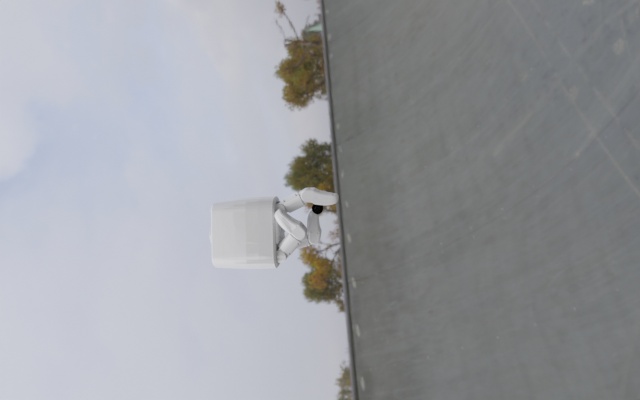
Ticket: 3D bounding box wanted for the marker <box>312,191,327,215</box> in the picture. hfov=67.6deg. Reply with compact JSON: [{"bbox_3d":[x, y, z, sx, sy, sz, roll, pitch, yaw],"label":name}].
[{"bbox_3d":[0.000,0.003,0.824,0.020,0.020,0.121,0,12,6],"label":"marker"}]
